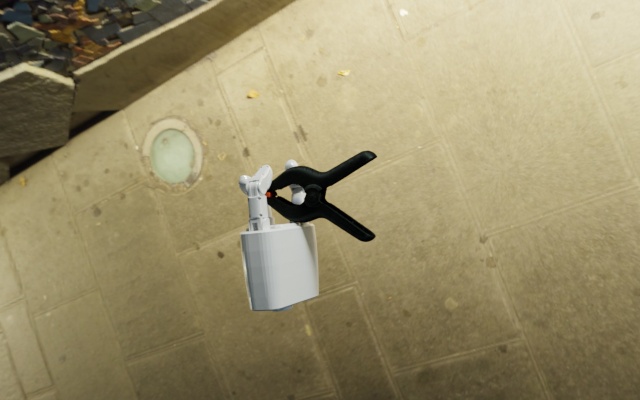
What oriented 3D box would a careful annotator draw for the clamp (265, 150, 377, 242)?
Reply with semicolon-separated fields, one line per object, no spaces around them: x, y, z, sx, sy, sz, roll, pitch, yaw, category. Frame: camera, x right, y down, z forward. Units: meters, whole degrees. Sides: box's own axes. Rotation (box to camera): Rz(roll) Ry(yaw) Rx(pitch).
0.000;0.002;0.653;0.171;0.120;0.039;-7;-4;21;clamp
